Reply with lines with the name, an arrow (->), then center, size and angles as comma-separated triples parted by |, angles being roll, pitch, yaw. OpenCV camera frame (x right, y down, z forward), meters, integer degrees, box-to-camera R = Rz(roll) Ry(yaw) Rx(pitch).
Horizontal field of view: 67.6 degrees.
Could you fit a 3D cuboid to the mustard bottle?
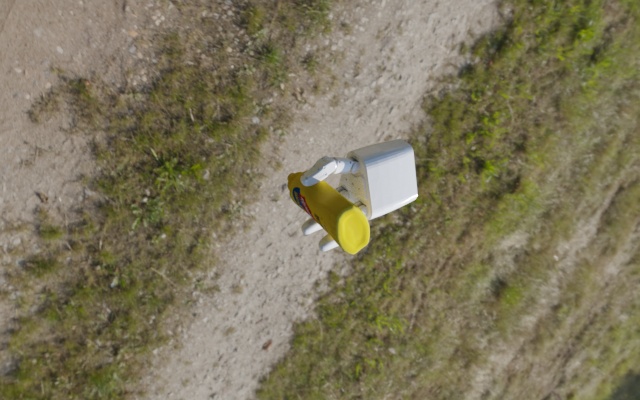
mustard bottle -> 0.000, 0.003, 0.777 | 0.058, 0.096, 0.191 | -38, 44, -11
